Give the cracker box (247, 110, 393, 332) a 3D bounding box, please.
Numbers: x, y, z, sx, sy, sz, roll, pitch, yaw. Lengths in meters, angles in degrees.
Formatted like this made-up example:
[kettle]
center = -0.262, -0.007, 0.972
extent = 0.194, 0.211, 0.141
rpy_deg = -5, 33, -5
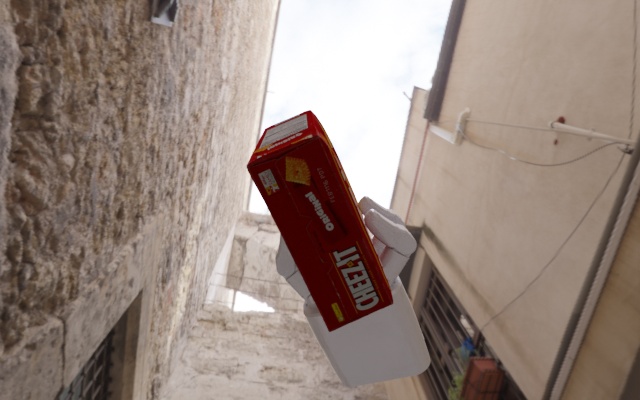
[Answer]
[cracker box]
center = 0.000, 0.002, 0.487
extent = 0.072, 0.164, 0.213
rpy_deg = -24, 16, 4
